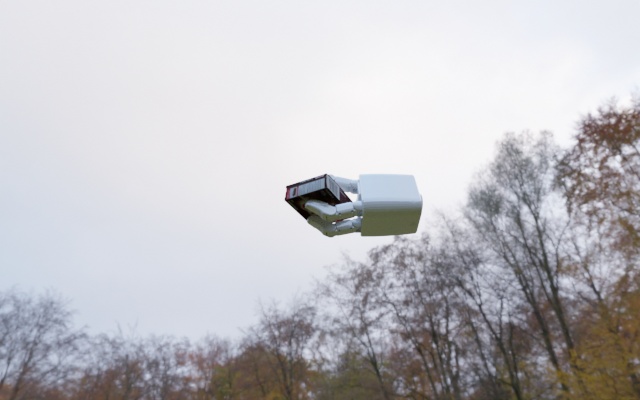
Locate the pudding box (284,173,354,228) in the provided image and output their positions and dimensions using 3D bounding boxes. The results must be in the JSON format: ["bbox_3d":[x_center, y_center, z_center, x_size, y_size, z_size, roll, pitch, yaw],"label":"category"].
[{"bbox_3d":[0.000,0.003,0.889,0.090,0.039,0.113,-17,-40,24],"label":"pudding box"}]
